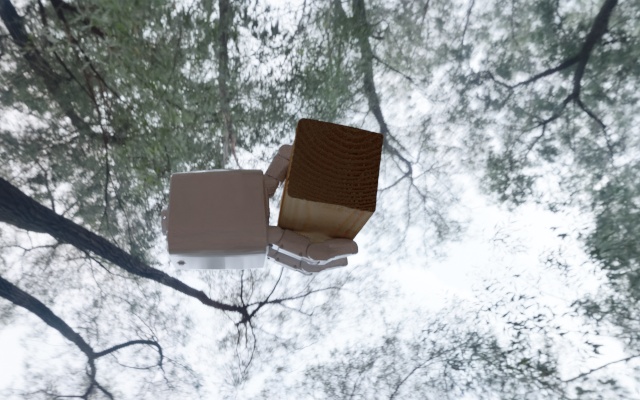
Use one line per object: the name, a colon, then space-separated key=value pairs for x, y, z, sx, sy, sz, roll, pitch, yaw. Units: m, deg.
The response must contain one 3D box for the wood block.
wood block: x=0.000 y=0.002 z=0.559 sx=0.090 sy=0.090 sz=0.206 roll=10 pitch=-23 yaw=-6
